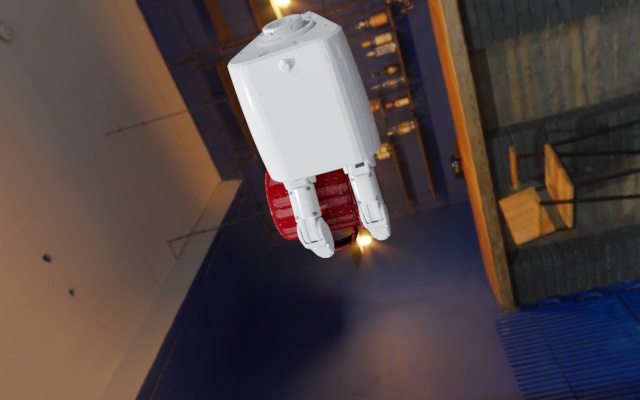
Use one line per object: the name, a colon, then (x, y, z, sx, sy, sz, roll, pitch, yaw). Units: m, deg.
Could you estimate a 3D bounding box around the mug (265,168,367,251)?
mug: (0.000, 0.003, 0.479, 0.081, 0.117, 0.093, -13, 31, 11)
